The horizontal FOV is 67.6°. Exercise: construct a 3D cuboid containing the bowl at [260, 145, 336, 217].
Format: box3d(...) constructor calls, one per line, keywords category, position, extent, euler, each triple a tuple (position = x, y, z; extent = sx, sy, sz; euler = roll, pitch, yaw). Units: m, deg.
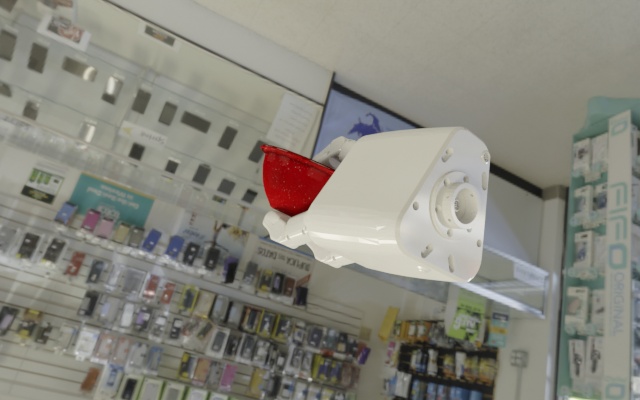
box3d(category="bowl", position=(0.000, 0.002, 0.501), extent=(0.162, 0.055, 0.162), euler=(25, -3, 2))
